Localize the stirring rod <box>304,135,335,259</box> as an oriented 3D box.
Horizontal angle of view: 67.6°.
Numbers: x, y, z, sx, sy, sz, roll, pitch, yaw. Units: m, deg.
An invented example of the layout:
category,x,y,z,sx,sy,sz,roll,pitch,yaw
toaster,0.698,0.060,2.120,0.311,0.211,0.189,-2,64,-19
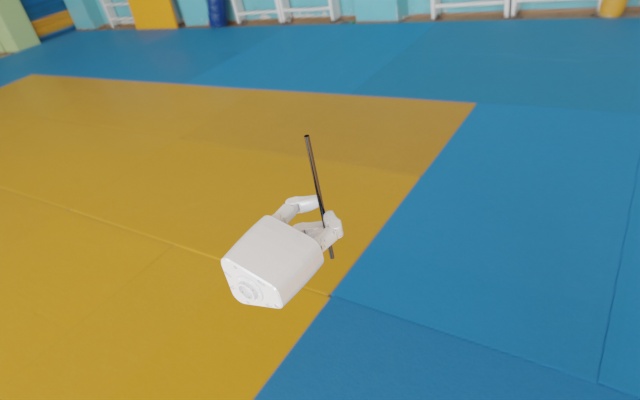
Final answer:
category,x,y,z,sx,sy,sz,roll,pitch,yaw
stirring rod,0.000,0.003,0.772,0.011,0.240,0.011,-8,34,6
